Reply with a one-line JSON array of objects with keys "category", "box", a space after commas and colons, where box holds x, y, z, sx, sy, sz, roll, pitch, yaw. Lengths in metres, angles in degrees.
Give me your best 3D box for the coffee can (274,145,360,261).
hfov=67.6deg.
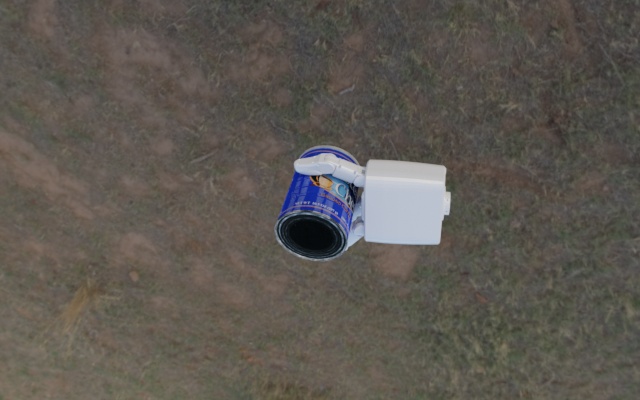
[{"category": "coffee can", "box": [0.000, 0.002, 0.697, 0.103, 0.103, 0.140, 0, 44, 16]}]
